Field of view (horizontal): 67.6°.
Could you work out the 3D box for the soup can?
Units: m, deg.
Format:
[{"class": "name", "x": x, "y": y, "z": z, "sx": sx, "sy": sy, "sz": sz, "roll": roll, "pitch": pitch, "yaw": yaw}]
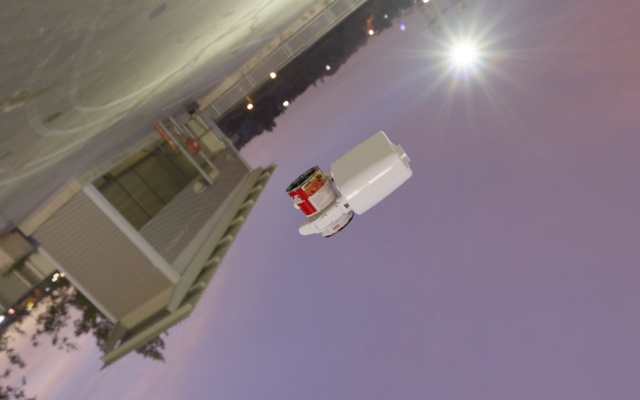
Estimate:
[{"class": "soup can", "x": 0.000, "y": 0.003, "z": 0.795, "sx": 0.068, "sy": 0.102, "sz": 0.068, "roll": -36, "pitch": 14, "yaw": 11}]
